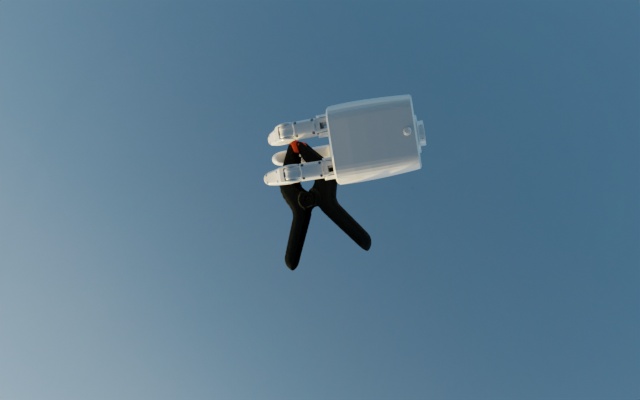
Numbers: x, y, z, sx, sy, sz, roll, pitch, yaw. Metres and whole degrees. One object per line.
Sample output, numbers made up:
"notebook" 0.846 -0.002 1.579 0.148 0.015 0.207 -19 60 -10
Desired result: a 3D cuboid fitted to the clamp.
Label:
"clamp" 0.000 0.002 0.627 0.120 0.171 0.039 -8 0 13
